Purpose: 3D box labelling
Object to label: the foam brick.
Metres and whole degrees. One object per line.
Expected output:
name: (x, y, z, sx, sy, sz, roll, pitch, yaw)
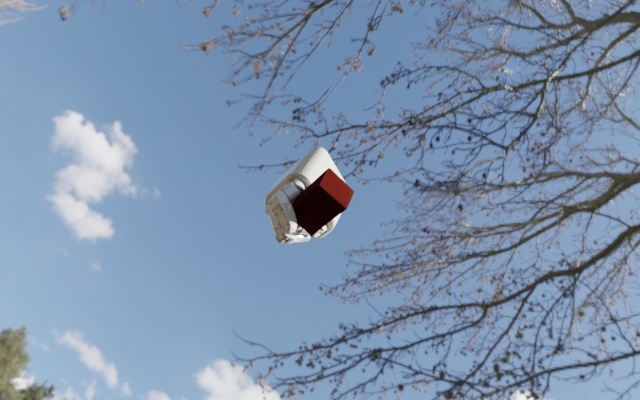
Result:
foam brick: (0.000, 0.002, 0.680, 0.078, 0.053, 0.051, -39, 12, 36)
